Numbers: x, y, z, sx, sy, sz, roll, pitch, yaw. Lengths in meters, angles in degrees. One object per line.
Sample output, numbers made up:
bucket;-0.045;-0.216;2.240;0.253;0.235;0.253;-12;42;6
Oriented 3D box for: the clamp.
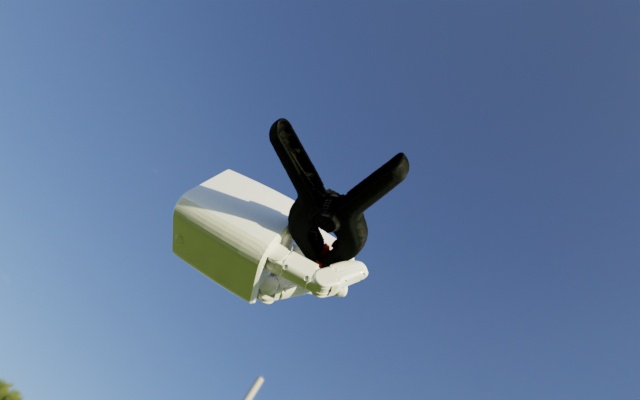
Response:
clamp;0.000;0.001;0.442;0.120;0.172;0.039;28;45;10
